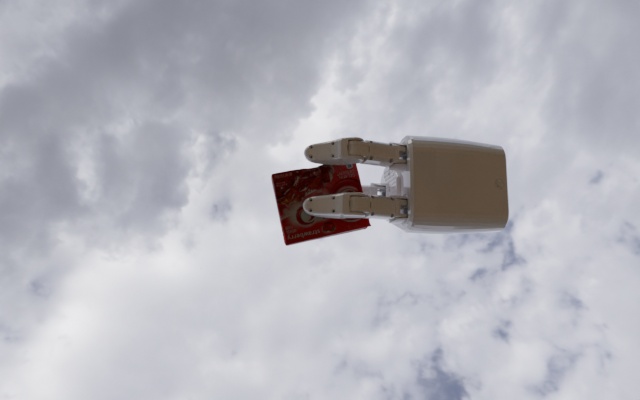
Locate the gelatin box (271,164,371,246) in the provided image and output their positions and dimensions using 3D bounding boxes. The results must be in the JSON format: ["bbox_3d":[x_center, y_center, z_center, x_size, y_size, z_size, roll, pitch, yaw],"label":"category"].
[{"bbox_3d":[0.000,0.002,0.487,0.089,0.073,0.030,-11,-7,-6],"label":"gelatin box"}]
